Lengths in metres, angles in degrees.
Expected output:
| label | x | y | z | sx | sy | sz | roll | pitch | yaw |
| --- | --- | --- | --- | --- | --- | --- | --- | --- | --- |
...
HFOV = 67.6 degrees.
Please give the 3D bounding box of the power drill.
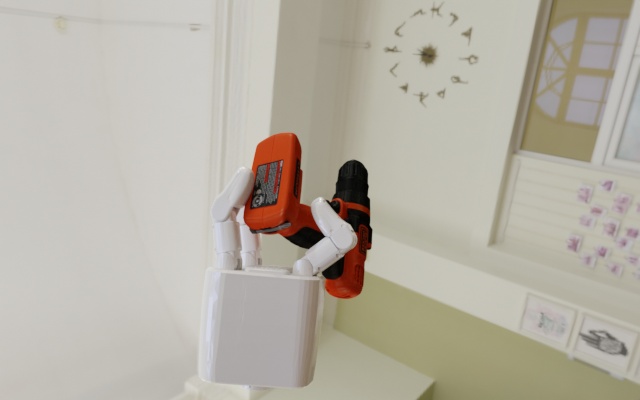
| label | x | y | z | sx | sy | sz | roll | pitch | yaw |
| --- | --- | --- | --- | --- | --- | --- | --- | --- | --- |
| power drill | 0.000 | 0.002 | 0.546 | 0.057 | 0.184 | 0.188 | -14 | -33 | 32 |
